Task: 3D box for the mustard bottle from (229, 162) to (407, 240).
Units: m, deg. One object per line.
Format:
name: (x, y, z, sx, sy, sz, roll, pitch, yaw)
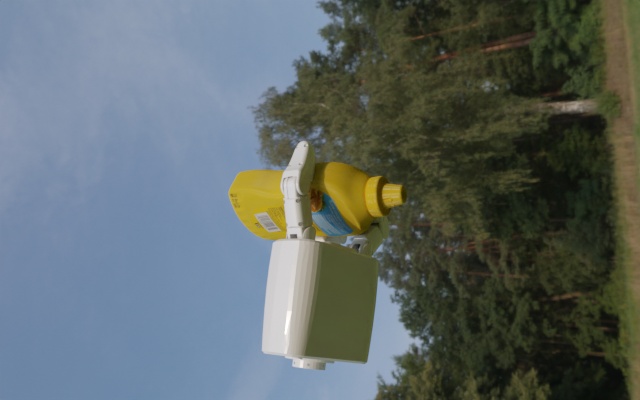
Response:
mustard bottle: (0.000, 0.001, 0.515, 0.191, 0.058, 0.096, -5, -44, 32)
